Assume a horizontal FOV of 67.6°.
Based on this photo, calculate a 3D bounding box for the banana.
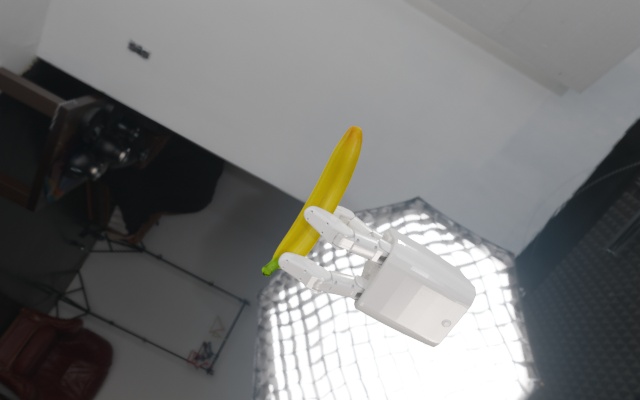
[{"bbox_3d":[-0.001,0.006,0.564,0.037,0.198,0.069,30,-1,4],"label":"banana"}]
